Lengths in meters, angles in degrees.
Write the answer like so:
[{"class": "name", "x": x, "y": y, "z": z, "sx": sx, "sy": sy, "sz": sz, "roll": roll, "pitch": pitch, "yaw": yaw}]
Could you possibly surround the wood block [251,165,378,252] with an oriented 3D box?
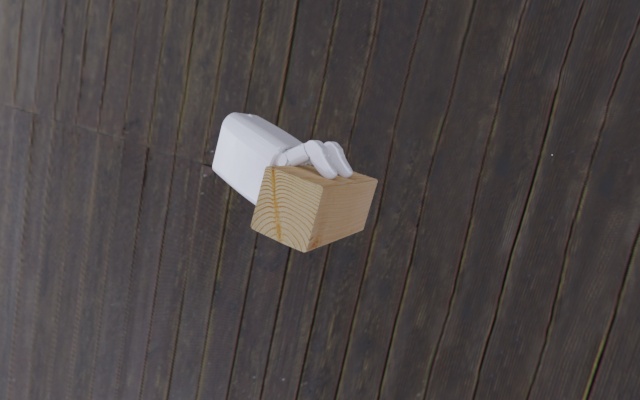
[{"class": "wood block", "x": 0.000, "y": 0.002, "z": 0.699, "sx": 0.090, "sy": 0.091, "sz": 0.206, "roll": 21, "pitch": 14, "yaw": 23}]
